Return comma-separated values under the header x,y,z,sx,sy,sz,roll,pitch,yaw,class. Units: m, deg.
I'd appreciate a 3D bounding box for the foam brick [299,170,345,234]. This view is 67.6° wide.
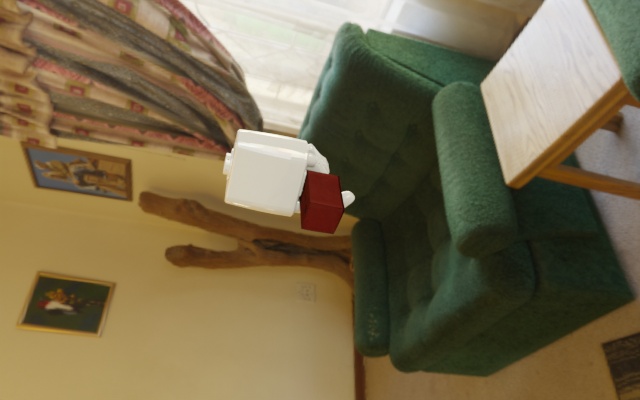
x,y,z,sx,sy,sz,roll,pitch,yaw,class
0.000,0.002,0.699,0.051,0.053,0.078,10,38,-14,foam brick
